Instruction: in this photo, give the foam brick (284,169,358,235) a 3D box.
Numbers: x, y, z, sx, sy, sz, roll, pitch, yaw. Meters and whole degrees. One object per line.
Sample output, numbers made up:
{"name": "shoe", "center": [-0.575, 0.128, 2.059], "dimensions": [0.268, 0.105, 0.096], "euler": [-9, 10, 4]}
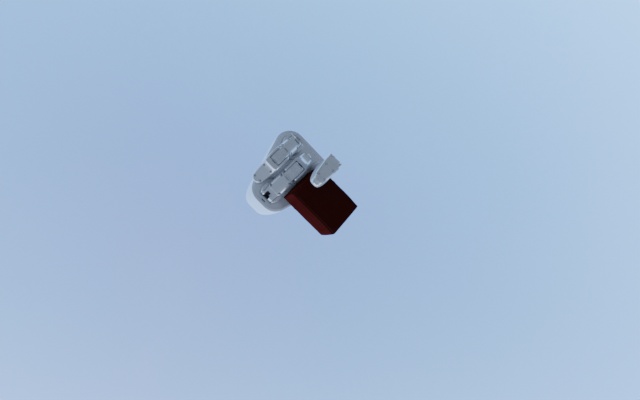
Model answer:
{"name": "foam brick", "center": [0.000, 0.002, 0.643], "dimensions": [0.053, 0.078, 0.051], "euler": [-46, 7, -18]}
